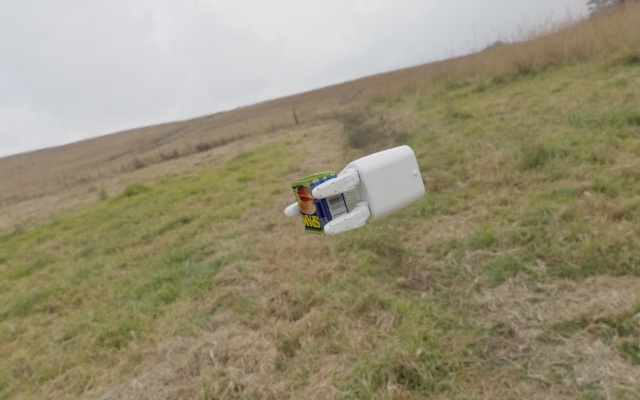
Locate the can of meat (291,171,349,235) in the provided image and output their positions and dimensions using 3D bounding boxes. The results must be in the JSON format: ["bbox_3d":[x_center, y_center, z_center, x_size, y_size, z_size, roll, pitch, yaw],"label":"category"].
[{"bbox_3d":[0.000,0.002,0.739,0.057,0.084,0.102,-21,8,-21],"label":"can of meat"}]
